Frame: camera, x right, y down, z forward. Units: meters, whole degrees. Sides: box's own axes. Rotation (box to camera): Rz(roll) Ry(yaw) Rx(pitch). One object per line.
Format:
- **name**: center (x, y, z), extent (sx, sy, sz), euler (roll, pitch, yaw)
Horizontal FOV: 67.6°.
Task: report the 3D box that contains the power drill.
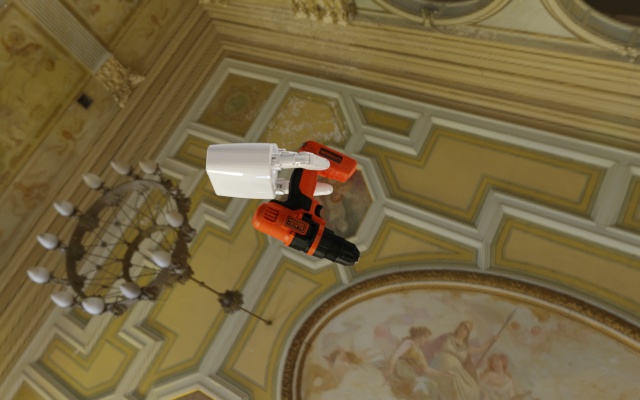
- **power drill**: center (0.000, 0.002, 0.802), extent (0.184, 0.187, 0.057), euler (25, -31, -7)
